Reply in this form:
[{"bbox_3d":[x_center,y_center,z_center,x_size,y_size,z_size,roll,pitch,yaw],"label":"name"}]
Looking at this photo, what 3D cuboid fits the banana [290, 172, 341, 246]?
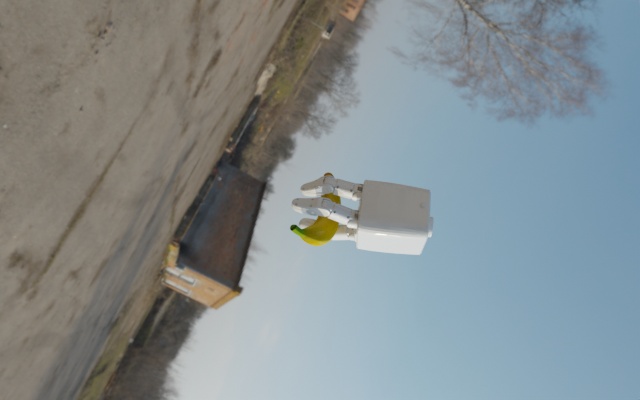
[{"bbox_3d":[0.007,0.020,0.780,0.037,0.070,0.197,-16,21,23],"label":"banana"}]
